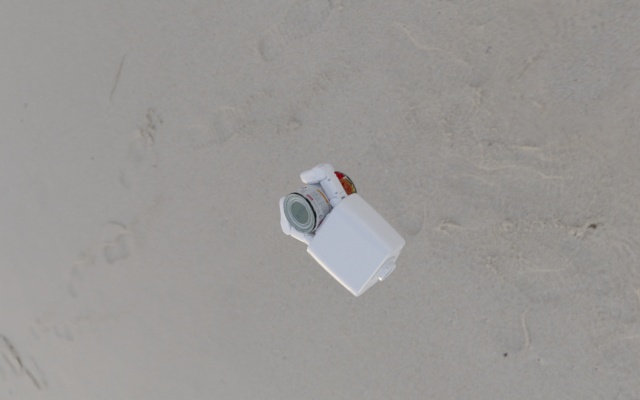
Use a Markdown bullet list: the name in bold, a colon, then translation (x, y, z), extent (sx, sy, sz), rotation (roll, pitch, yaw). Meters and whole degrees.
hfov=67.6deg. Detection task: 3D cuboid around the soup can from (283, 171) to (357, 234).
- **soup can**: translation (0.000, 0.002, 0.743), extent (0.068, 0.068, 0.102), rotation (0, 21, 44)
